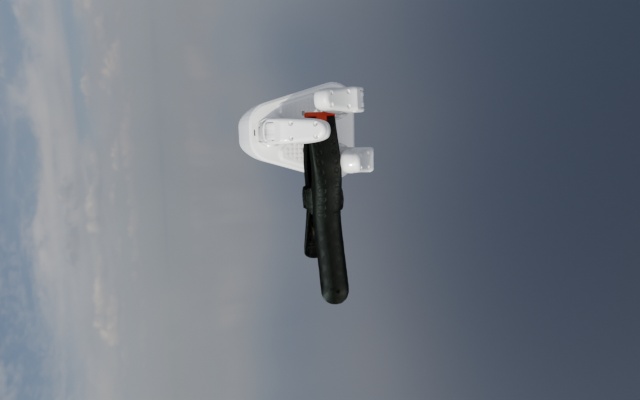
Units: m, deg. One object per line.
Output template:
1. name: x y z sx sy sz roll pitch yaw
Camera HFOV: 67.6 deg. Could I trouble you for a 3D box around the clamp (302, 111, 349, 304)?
1. clamp: -0.001 0.001 0.463 0.039 0.171 0.120 -3 8 -16
